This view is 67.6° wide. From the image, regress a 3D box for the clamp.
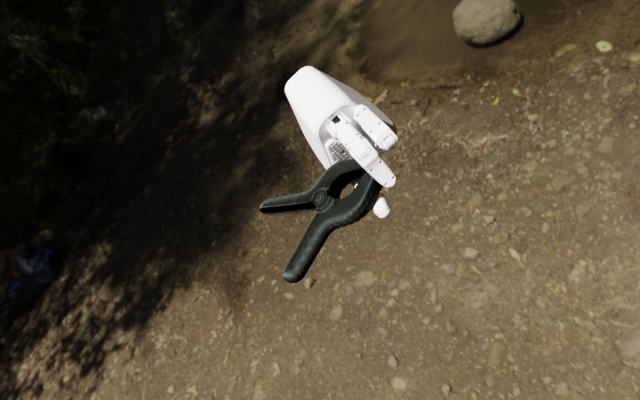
[{"bbox_3d":[0.000,0.002,0.557,0.120,0.171,0.039,53,8,34],"label":"clamp"}]
